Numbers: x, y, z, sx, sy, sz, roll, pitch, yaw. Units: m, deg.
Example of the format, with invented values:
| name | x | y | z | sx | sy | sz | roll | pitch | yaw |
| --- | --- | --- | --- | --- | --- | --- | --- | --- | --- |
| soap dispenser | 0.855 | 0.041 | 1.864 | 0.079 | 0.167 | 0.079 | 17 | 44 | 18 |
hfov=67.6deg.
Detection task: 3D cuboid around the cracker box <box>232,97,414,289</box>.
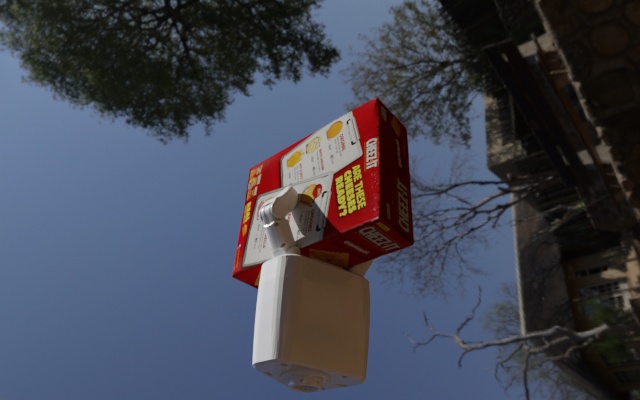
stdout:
| name | x | y | z | sx | sy | sz | roll | pitch | yaw |
| --- | --- | --- | --- | --- | --- | --- | --- | --- | --- |
| cracker box | 0.000 | 0.002 | 0.560 | 0.214 | 0.164 | 0.072 | -24 | -43 | 34 |
